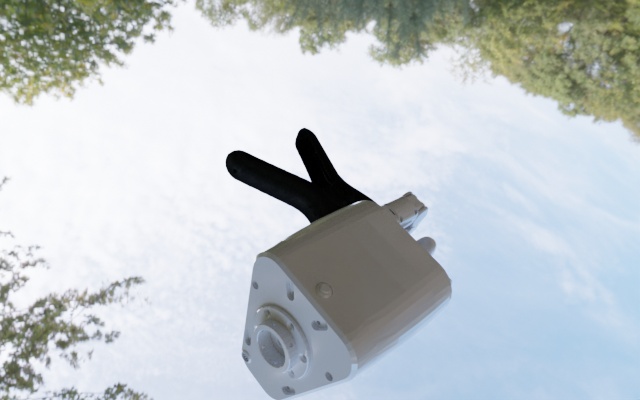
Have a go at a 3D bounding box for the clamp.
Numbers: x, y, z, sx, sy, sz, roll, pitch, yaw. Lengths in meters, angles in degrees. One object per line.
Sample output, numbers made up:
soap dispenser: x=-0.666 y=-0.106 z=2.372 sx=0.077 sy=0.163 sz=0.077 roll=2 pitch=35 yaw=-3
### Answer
clamp: x=0.000 y=0.002 z=0.415 sx=0.120 sy=0.039 sz=0.171 roll=-22 pitch=60 yaw=-44
